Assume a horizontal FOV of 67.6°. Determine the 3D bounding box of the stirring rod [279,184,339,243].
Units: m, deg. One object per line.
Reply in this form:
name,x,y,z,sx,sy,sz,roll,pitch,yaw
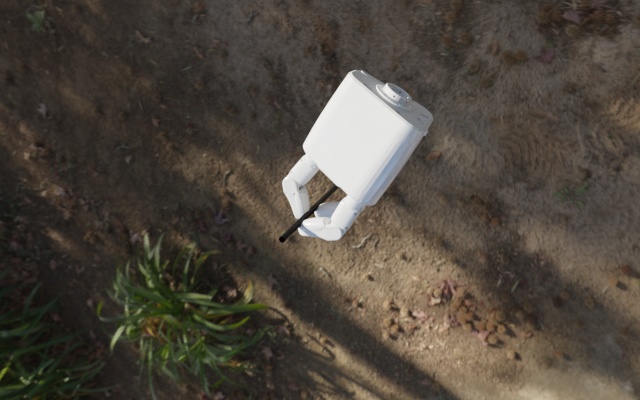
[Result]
stirring rod,0.000,0.002,0.643,0.011,0.011,0.239,0,21,23
